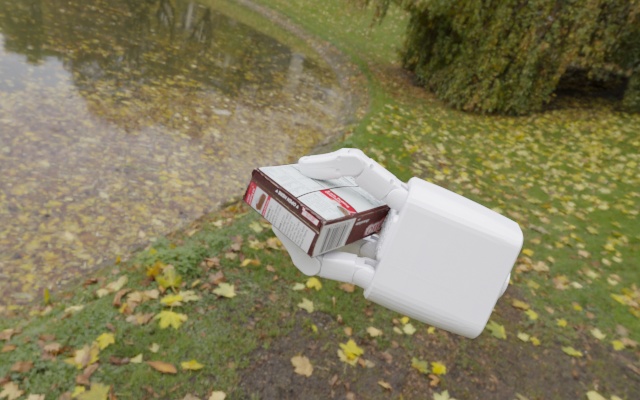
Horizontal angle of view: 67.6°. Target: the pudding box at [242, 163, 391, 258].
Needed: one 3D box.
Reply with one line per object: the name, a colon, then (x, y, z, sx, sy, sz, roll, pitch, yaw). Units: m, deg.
pudding box: (0.000, 0.001, 0.441, 0.090, 0.039, 0.113, 36, 26, 27)
